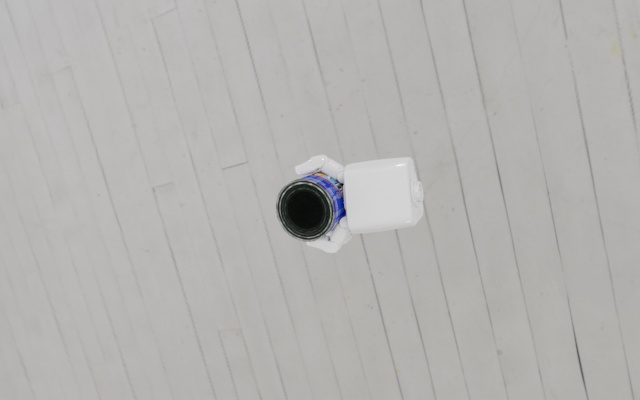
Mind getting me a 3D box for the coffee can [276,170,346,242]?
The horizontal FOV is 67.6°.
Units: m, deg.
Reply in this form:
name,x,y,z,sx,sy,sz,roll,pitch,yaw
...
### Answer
name,x,y,z,sx,sy,sz,roll,pitch,yaw
coffee can,0.000,0.003,0.819,0.103,0.103,0.140,0,12,22
